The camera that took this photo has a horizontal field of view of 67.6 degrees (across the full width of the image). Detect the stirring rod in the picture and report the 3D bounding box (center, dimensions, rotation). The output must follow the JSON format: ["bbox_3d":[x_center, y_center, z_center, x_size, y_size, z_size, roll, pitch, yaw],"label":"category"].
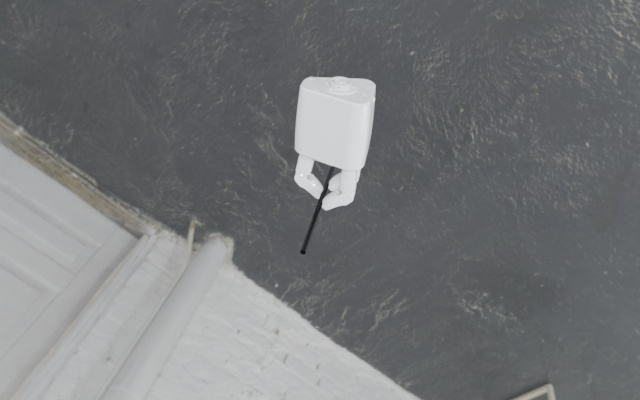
[{"bbox_3d":[0.000,0.002,0.755,0.011,0.011,0.239,0,35,14],"label":"stirring rod"}]
